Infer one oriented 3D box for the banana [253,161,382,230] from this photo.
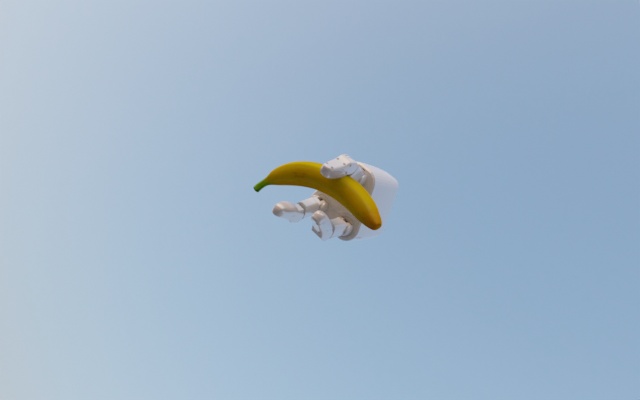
[{"bbox_3d":[0.004,-0.016,0.661,0.198,0.069,0.037,17,-11,26],"label":"banana"}]
